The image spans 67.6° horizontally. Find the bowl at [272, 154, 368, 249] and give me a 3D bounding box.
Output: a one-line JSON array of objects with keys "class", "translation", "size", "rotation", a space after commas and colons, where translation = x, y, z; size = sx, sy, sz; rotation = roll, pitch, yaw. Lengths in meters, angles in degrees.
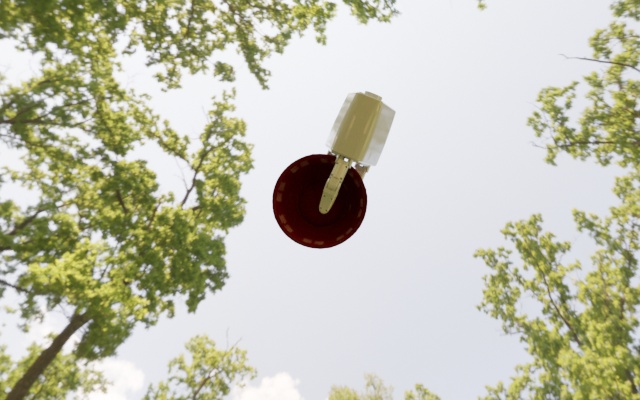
[{"class": "bowl", "translation": [-0.001, 0.004, 0.827], "size": [0.162, 0.162, 0.055], "rotation": [0, -4, 4]}]
